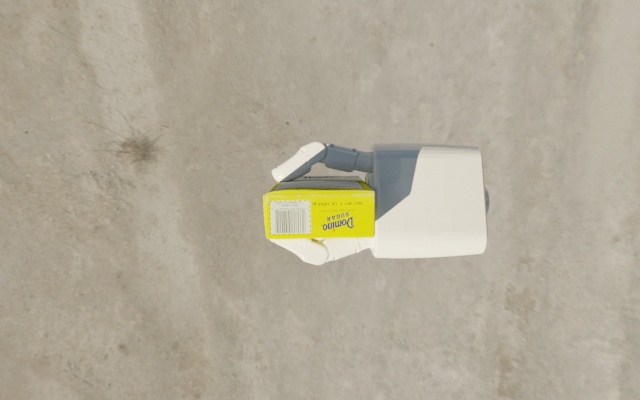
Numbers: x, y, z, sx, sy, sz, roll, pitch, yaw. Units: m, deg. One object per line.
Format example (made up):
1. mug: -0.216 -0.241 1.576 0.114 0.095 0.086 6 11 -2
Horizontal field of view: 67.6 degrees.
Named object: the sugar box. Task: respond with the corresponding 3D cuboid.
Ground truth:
1. sugar box: 0.000 0.002 0.477 0.093 0.048 0.176 0 5 1
